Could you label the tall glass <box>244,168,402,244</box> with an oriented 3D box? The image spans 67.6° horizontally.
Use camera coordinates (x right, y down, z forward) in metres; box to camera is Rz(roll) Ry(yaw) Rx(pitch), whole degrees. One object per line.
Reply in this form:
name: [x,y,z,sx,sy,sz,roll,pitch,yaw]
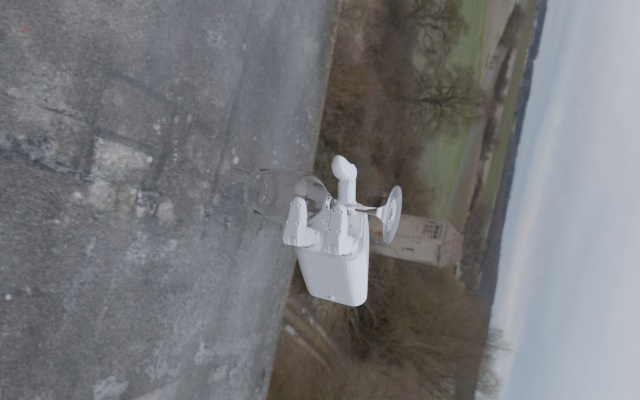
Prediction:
tall glass: [0.001,0.002,0.630,0.201,0.079,0.079,10,4,22]
